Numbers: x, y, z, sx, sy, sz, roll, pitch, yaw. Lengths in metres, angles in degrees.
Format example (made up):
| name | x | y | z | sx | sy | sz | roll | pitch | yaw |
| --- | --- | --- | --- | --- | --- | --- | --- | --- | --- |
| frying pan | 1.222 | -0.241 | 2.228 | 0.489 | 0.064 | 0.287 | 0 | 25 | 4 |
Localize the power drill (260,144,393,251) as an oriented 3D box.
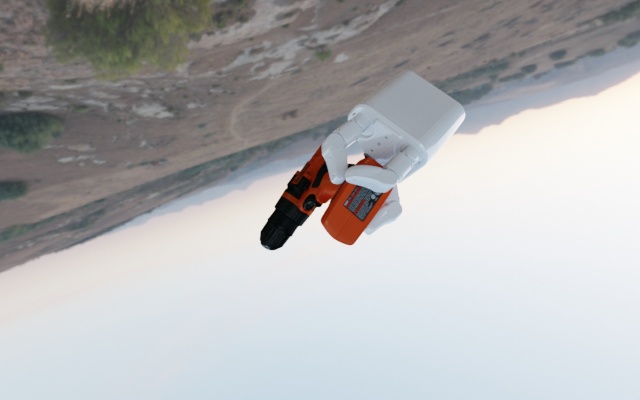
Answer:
| name | x | y | z | sx | sy | sz | roll | pitch | yaw |
| --- | --- | --- | --- | --- | --- | --- | --- | --- | --- |
| power drill | 0.000 | 0.002 | 0.634 | 0.057 | 0.184 | 0.187 | 38 | -8 | -25 |
